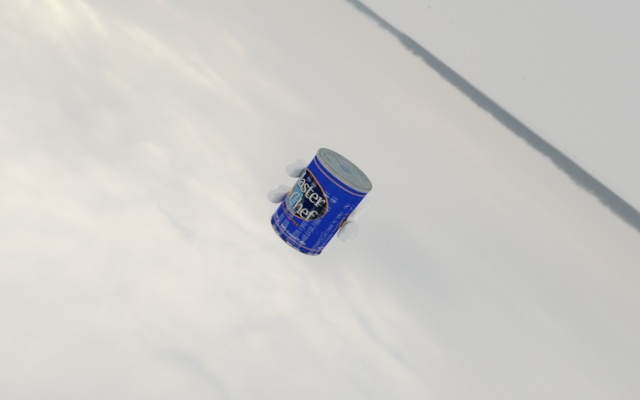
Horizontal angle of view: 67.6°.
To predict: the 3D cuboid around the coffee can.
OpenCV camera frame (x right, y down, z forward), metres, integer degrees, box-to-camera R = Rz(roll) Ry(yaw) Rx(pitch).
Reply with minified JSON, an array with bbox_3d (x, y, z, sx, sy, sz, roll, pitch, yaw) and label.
[{"bbox_3d":[0.000,0.002,0.758,0.103,0.140,0.102,32,21,-14],"label":"coffee can"}]
